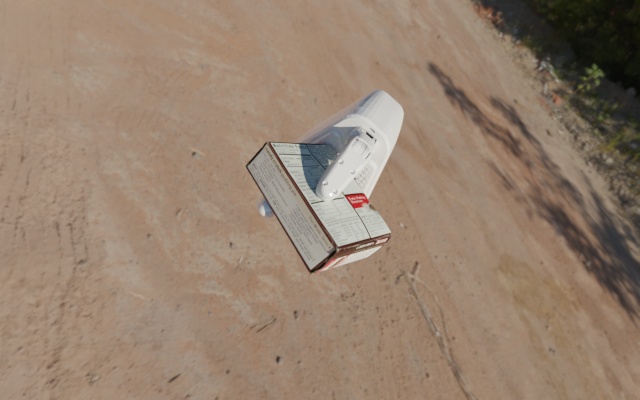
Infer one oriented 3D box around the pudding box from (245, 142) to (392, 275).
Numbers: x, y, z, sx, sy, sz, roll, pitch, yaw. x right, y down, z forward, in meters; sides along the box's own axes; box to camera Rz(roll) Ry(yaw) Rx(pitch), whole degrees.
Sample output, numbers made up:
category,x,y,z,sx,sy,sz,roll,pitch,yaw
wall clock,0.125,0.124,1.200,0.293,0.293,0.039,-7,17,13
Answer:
category,x,y,z,sx,sy,sz,roll,pitch,yaw
pudding box,0.000,0.001,0.413,0.090,0.113,0.039,-7,-33,-52
